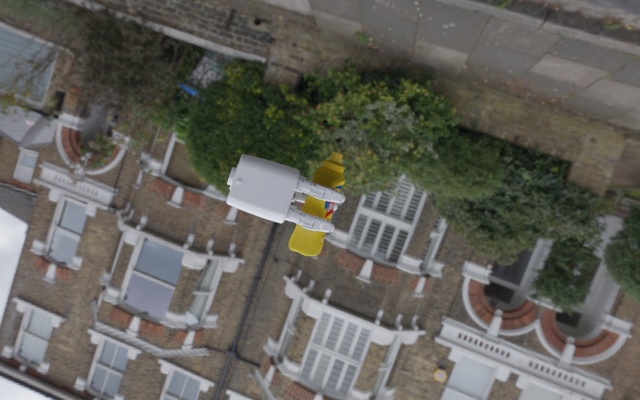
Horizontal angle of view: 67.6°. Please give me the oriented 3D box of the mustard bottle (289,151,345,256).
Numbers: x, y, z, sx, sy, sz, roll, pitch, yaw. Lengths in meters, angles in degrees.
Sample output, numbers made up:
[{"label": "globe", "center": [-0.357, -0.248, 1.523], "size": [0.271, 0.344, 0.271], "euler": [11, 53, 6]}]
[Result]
[{"label": "mustard bottle", "center": [0.000, 0.003, 0.878], "size": [0.058, 0.191, 0.096], "euler": [20, 5, 15]}]
